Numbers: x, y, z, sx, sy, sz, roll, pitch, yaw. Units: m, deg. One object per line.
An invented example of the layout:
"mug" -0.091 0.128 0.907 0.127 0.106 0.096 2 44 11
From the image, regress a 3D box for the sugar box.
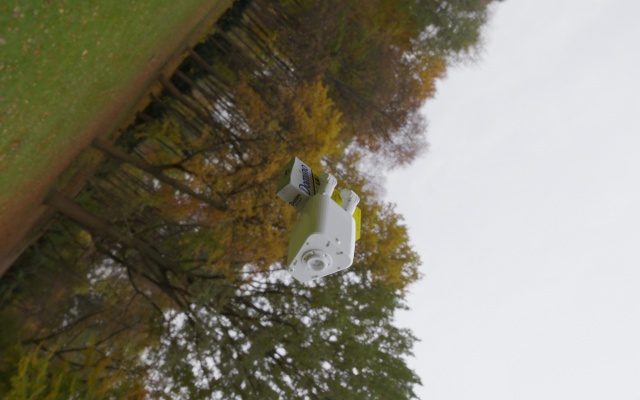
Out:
"sugar box" 0.001 0.003 0.897 0.048 0.176 0.093 -38 25 27
